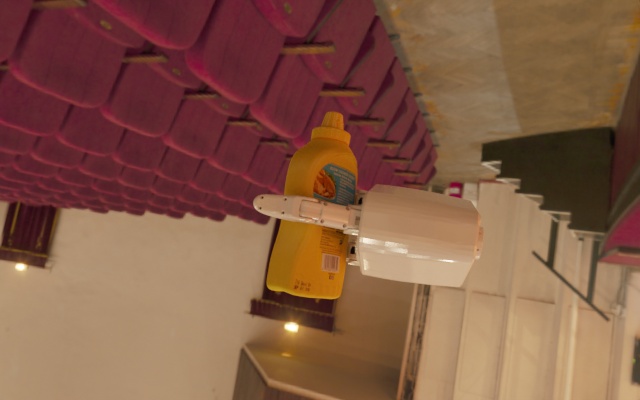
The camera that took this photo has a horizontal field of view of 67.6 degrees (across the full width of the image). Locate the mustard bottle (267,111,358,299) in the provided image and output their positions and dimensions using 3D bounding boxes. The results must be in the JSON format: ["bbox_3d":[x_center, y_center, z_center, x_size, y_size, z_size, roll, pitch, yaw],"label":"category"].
[{"bbox_3d":[0.000,0.002,0.494,0.058,0.191,0.096,4,-9,36],"label":"mustard bottle"}]
